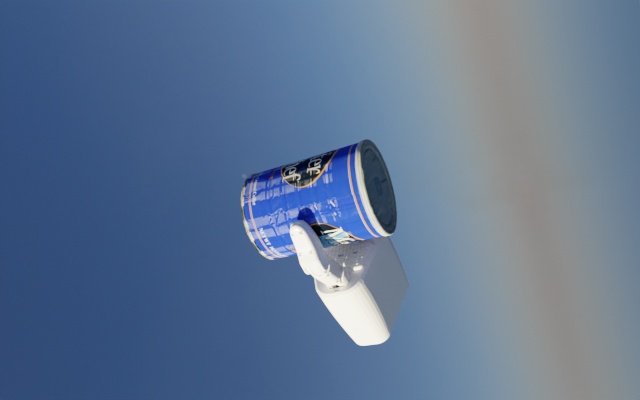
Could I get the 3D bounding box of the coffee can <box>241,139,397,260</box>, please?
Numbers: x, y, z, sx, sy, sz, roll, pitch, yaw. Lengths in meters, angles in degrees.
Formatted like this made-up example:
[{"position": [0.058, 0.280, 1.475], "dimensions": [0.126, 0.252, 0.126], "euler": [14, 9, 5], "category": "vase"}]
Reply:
[{"position": [0.000, 0.002, 0.522], "dimensions": [0.140, 0.103, 0.103], "euler": [-14, -6, 23], "category": "coffee can"}]
